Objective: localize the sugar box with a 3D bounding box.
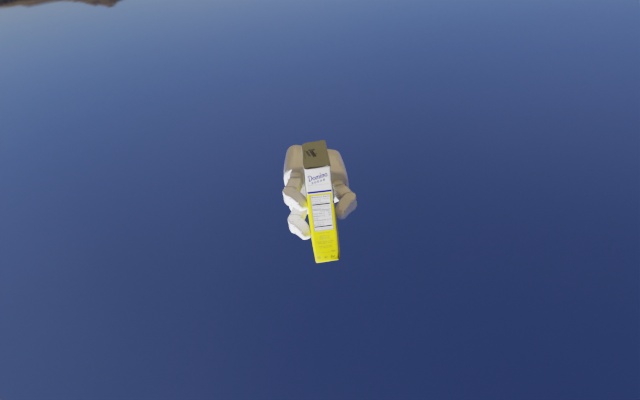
[{"bbox_3d":[0.000,0.003,0.768,0.048,0.176,0.093,-9,31,0],"label":"sugar box"}]
